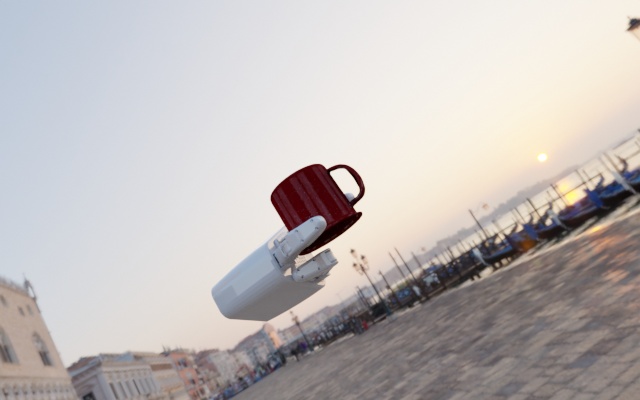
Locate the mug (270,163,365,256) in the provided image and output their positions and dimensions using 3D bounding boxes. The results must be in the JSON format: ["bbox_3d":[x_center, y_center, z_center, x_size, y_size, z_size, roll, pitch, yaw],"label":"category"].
[{"bbox_3d":[0.001,0.001,0.581,0.117,0.081,0.093,-38,-14,19],"label":"mug"}]
